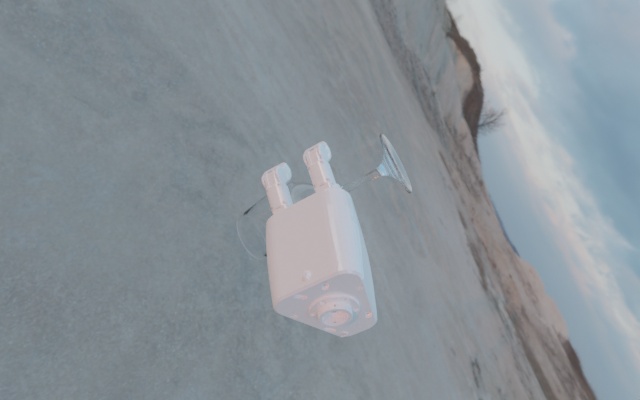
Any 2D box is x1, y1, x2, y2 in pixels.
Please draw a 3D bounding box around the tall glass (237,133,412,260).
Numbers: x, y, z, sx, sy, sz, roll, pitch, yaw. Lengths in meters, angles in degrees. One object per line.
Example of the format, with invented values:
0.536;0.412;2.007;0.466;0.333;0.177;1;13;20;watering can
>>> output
0.001;0.001;0.559;0.201;0.079;0.079;-27;-9;17;tall glass
